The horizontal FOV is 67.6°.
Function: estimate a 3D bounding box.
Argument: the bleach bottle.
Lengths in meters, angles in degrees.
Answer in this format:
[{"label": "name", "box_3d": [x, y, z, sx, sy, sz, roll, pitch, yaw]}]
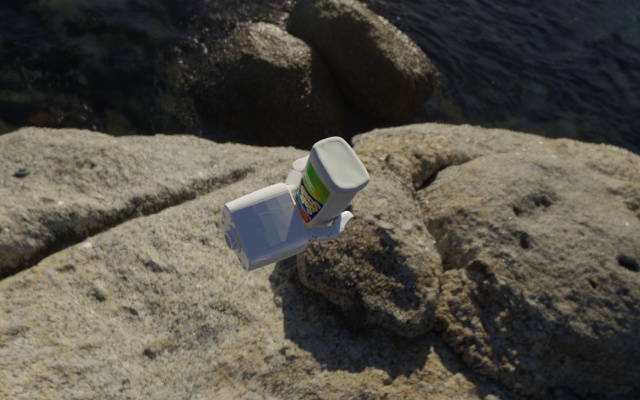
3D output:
[{"label": "bleach bottle", "box_3d": [0.000, 0.003, 0.826, 0.068, 0.102, 0.251, -21, -22, -26]}]
